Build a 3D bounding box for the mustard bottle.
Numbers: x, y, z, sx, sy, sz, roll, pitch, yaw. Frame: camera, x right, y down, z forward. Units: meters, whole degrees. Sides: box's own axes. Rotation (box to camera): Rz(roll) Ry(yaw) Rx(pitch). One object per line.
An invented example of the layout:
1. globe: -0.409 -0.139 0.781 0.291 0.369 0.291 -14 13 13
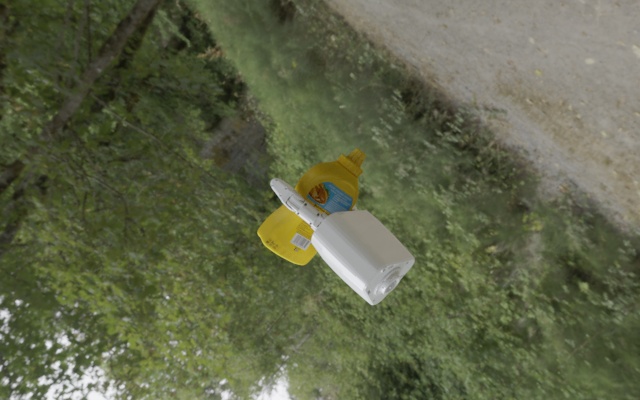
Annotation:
1. mustard bottle: 0.000 0.002 0.705 0.096 0.191 0.058 34 9 -37
